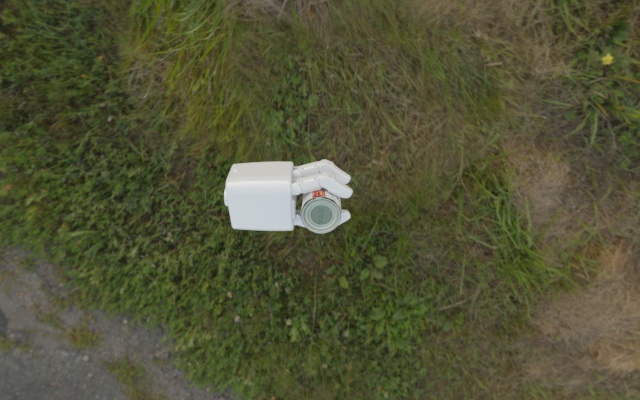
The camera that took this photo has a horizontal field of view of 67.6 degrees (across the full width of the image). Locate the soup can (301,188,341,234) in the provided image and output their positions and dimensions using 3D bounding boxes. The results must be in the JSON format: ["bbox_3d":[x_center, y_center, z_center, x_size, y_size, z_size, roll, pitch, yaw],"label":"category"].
[{"bbox_3d":[0.001,0.003,0.807,0.068,0.068,0.102,0,26,-1],"label":"soup can"}]
